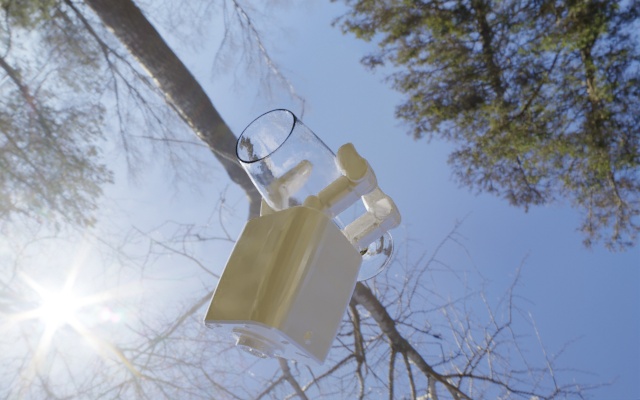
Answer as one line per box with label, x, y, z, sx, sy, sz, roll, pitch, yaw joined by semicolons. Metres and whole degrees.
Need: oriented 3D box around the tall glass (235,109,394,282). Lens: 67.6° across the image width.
tall glass;0.000;0.002;0.472;0.079;0.079;0.201;0;-36;36
